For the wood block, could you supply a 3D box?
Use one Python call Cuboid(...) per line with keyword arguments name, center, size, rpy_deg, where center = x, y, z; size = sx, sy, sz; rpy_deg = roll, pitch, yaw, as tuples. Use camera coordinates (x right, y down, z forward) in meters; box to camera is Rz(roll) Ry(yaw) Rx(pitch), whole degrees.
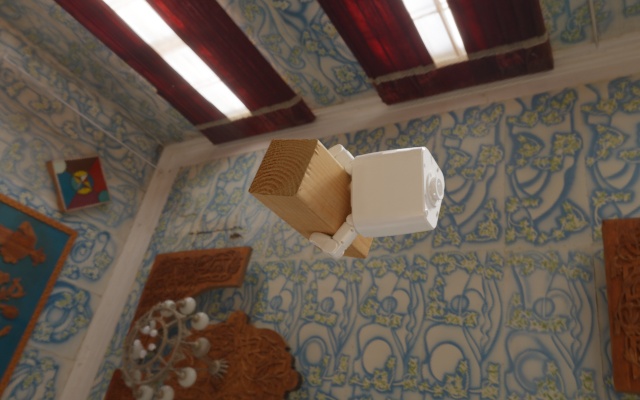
Cuboid(name="wood block", center=(0.000, 0.003, 0.719), size=(0.090, 0.090, 0.206), rpy_deg=(6, -25, 37))
